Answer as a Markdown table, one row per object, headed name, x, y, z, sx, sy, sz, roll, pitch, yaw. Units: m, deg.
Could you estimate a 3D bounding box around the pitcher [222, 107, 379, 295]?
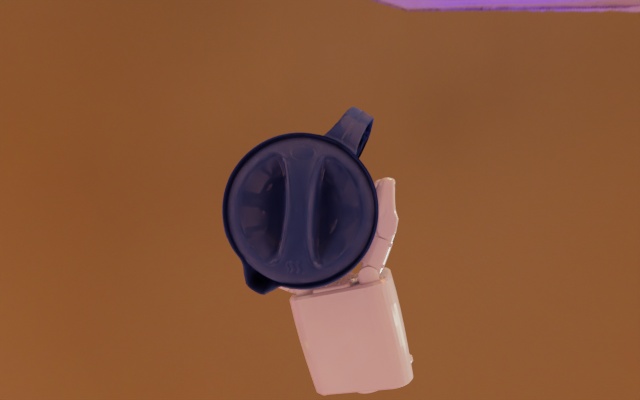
| name | x | y | z | sx | sy | sz | roll | pitch | yaw |
| --- | --- | --- | --- | --- | --- | --- | --- | --- | --- |
| pitcher | 0.000 | 0.002 | 0.513 | 0.149 | 0.145 | 0.243 | -16 | -2 | 6 |
